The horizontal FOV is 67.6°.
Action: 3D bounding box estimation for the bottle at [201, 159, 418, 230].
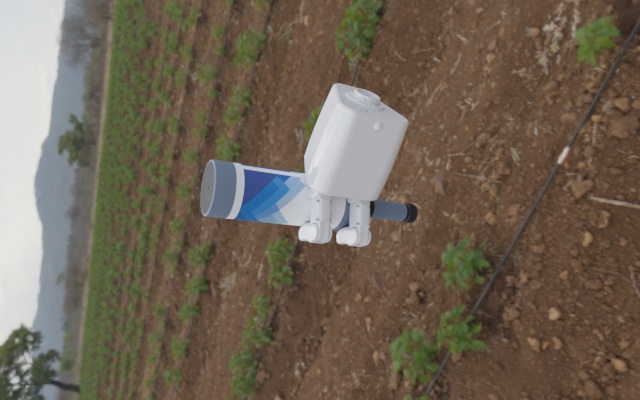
[{"bbox_3d":[0.000,0.002,0.617,0.296,0.069,0.069,7,-3,-27],"label":"bottle"}]
